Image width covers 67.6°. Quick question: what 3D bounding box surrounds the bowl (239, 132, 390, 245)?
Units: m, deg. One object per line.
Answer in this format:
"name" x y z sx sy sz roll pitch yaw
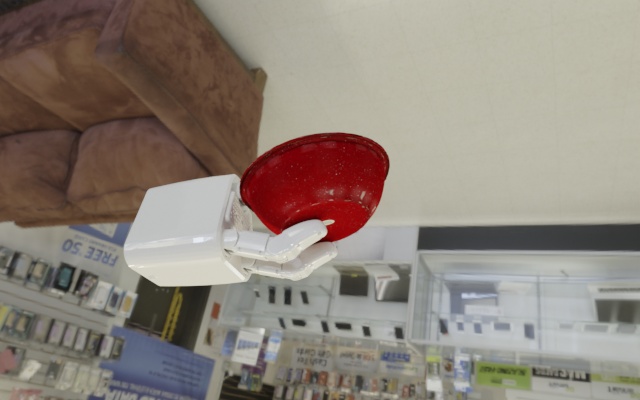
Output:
"bowl" 0.001 0.001 0.492 0.162 0.055 0.162 -10 -30 -6
